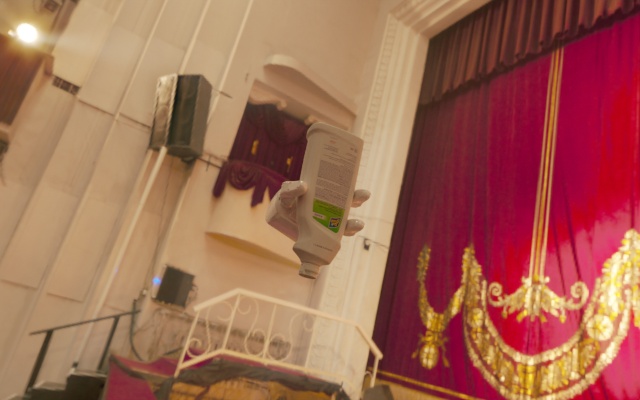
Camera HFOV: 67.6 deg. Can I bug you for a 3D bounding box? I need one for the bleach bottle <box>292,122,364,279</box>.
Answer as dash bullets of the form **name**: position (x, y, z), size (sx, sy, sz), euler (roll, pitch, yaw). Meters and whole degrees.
- **bleach bottle**: position (0.000, 0.003, 0.791), size (0.102, 0.250, 0.068), euler (19, -19, -14)
